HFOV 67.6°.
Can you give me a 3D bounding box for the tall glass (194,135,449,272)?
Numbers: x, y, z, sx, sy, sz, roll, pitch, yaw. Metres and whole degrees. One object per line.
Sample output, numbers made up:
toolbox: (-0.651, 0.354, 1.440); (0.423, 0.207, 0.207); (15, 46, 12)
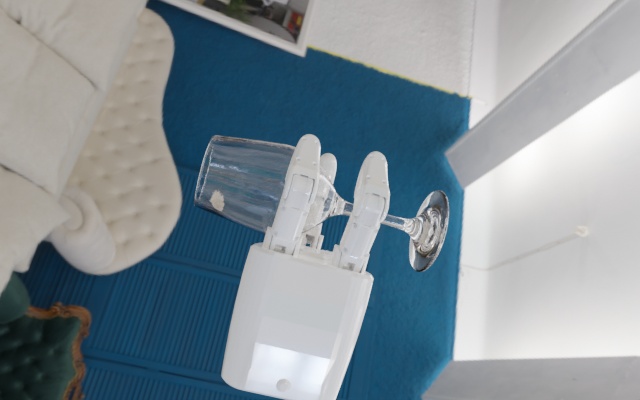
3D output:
tall glass: (0.001, 0.001, 0.406); (0.201, 0.079, 0.079); (16, -2, -8)
